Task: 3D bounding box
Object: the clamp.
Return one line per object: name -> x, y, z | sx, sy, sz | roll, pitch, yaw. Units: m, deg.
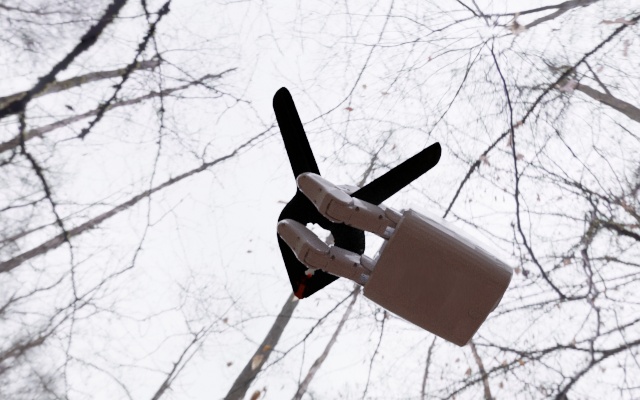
clamp -> 0.000, 0.002, 0.472 | 0.164, 0.210, 0.036 | 29, 26, 11
